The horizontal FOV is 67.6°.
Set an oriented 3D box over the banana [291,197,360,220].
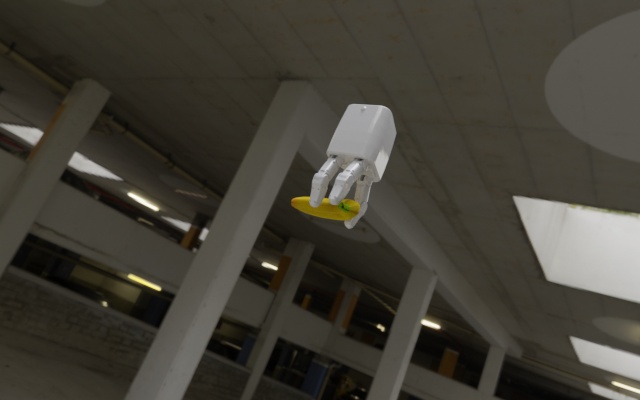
[{"bbox_3d":[0.017,0.011,0.875,0.070,0.037,0.198,28,-13,-26],"label":"banana"}]
